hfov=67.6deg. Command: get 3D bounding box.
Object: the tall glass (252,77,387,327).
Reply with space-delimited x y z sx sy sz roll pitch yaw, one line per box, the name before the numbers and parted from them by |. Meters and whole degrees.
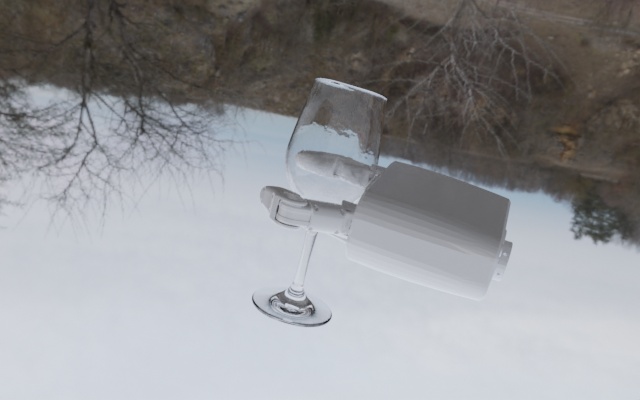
tall glass | 0.000 0.002 0.412 0.079 0.201 0.079 14 11 -3
